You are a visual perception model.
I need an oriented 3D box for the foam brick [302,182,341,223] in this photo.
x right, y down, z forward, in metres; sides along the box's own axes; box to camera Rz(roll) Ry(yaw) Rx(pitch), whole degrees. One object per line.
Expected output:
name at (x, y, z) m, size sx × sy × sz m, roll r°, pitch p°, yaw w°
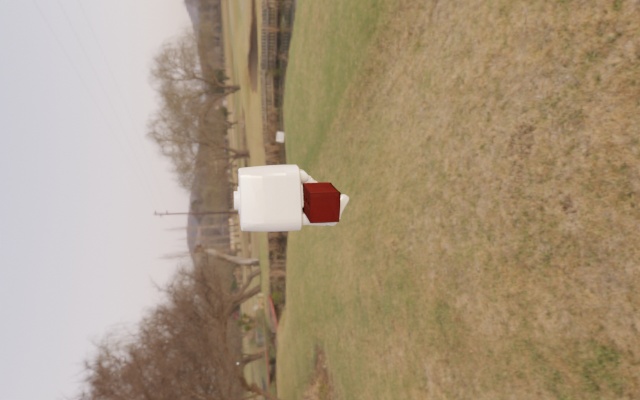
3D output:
foam brick at (0.000, 0.003, 0.810) m, size 0.051 × 0.053 × 0.078 m, roll -2°, pitch 15°, yaw -12°
